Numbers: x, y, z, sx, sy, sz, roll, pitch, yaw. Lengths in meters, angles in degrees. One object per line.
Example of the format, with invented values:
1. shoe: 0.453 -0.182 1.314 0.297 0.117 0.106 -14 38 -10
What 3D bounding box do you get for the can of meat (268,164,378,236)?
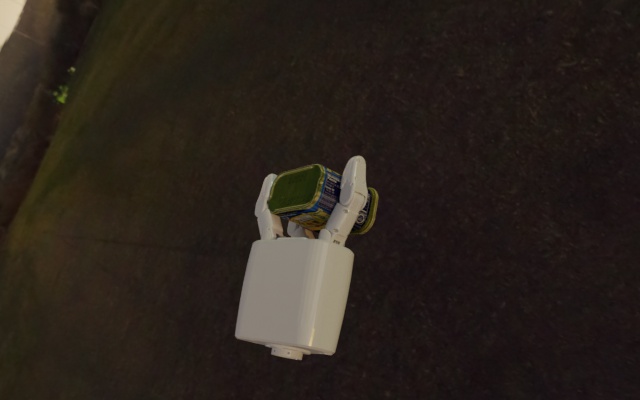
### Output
1. can of meat: 0.000 0.002 0.551 0.084 0.057 0.102 25 -22 -34
